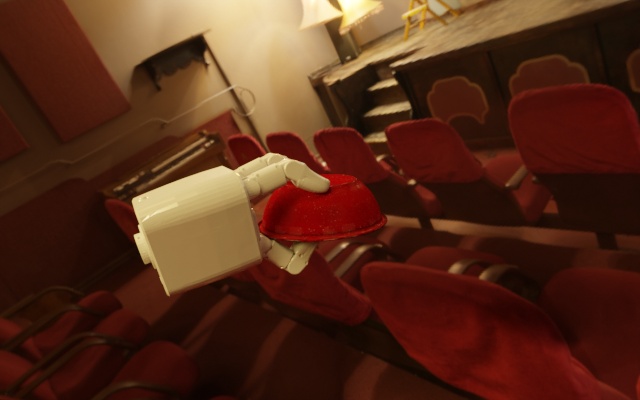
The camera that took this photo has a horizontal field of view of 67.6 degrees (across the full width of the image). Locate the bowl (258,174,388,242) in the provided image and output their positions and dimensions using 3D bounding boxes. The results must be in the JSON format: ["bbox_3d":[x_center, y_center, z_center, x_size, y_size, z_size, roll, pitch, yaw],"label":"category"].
[{"bbox_3d":[0.001,0.001,0.585,0.162,0.055,0.162,-3,11,1],"label":"bowl"}]
